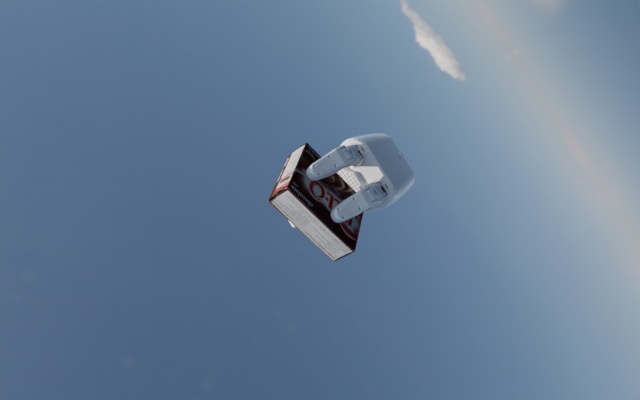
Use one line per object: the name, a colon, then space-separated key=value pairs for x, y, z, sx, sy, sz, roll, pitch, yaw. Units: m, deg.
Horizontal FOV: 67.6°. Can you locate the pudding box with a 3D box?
pudding box: x=0.000 y=0.002 z=0.556 sx=0.039 sy=0.113 sz=0.090 roll=-34 pitch=24 yaw=34
